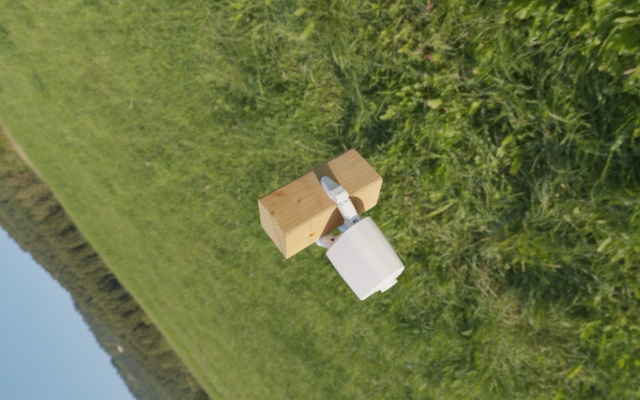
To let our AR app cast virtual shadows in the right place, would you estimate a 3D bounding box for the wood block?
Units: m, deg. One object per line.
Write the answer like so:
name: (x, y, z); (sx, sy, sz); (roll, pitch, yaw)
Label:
wood block: (0.000, 0.003, 0.867); (0.206, 0.090, 0.091); (-30, -27, -20)
